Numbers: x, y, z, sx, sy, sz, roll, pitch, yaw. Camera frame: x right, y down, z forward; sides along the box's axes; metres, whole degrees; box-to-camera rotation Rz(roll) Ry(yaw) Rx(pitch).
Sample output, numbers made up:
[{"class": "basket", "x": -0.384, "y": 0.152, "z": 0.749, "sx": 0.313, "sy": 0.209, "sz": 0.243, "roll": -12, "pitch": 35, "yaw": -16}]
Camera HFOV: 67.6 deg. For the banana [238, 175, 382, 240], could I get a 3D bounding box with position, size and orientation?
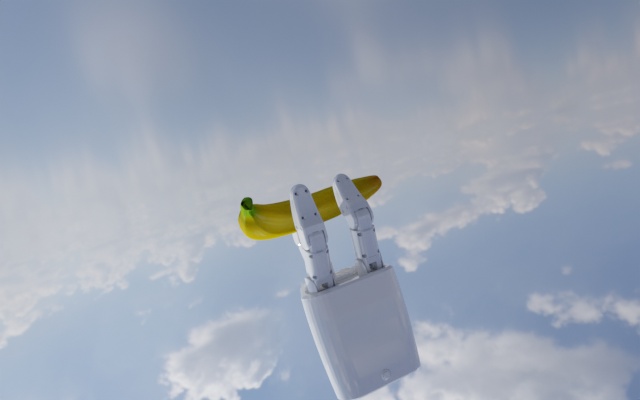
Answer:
[{"class": "banana", "x": -0.014, "y": 0.009, "z": 0.500, "sx": 0.198, "sy": 0.037, "sz": 0.070, "roll": -14, "pitch": -11, "yaw": -45}]
